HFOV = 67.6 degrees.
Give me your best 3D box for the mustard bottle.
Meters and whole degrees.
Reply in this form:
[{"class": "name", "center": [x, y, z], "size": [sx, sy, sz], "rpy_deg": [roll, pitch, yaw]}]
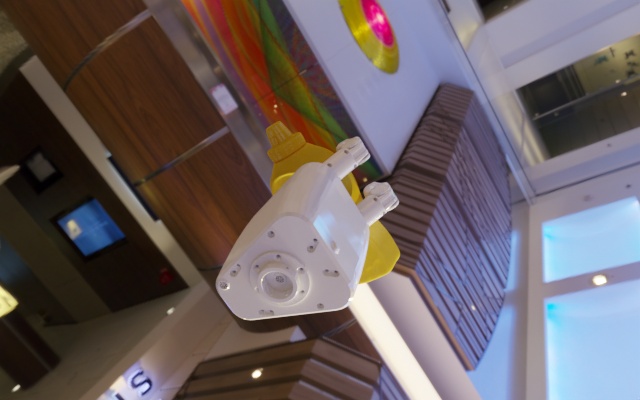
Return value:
[{"class": "mustard bottle", "center": [0.000, 0.002, 0.512], "size": [0.096, 0.192, 0.058], "rpy_deg": [-18, 20, 43]}]
